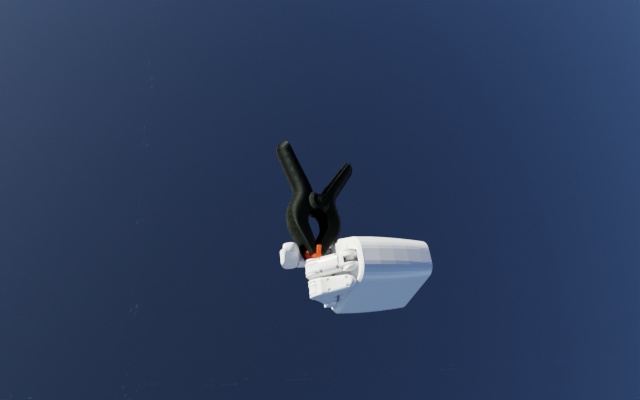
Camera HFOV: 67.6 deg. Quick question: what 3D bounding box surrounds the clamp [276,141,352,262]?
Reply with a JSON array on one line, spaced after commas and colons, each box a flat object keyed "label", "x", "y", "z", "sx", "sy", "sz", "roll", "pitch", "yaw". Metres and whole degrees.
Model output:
[{"label": "clamp", "x": 0.000, "y": 0.002, "z": 0.658, "sx": 0.120, "sy": 0.171, "sz": 0.039, "roll": 5, "pitch": -23, "yaw": -25}]
